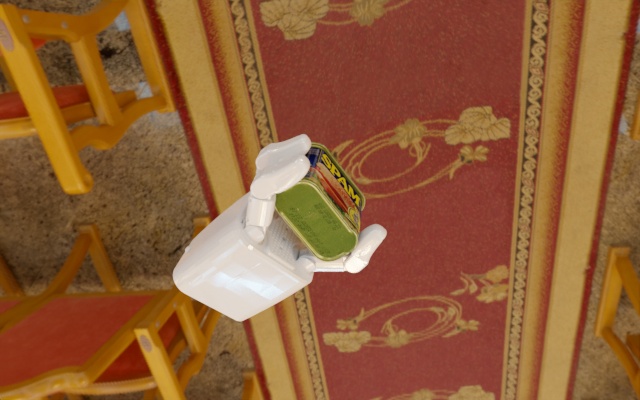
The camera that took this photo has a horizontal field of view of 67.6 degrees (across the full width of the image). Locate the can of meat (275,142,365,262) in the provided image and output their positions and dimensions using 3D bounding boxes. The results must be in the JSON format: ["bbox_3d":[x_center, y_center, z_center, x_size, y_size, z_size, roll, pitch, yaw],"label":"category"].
[{"bbox_3d":[0.000,0.002,0.499,0.057,0.102,0.084,-31,21,22],"label":"can of meat"}]
